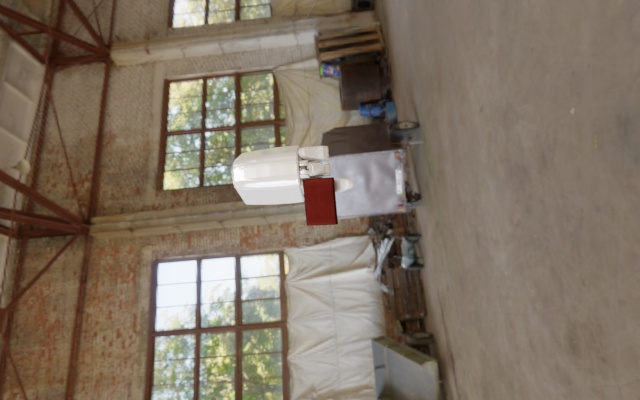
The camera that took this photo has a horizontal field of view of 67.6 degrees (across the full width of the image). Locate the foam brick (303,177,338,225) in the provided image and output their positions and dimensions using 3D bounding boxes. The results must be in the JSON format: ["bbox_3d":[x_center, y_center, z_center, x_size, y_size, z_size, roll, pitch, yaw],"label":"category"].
[{"bbox_3d":[0.000,0.003,0.795,0.051,0.078,0.053,-5,-2,1],"label":"foam brick"}]
